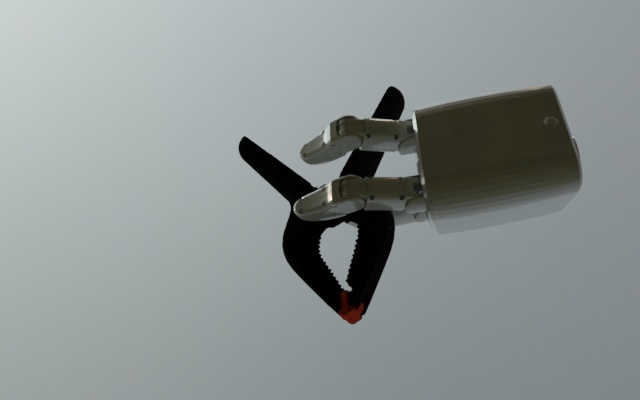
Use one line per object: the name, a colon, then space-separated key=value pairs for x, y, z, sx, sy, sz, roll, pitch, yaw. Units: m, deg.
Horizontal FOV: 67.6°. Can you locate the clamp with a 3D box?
clamp: x=0.001 y=0.002 z=0.411 sx=0.164 sy=0.209 sz=0.036 roll=-11 pitch=-32 yaw=17
